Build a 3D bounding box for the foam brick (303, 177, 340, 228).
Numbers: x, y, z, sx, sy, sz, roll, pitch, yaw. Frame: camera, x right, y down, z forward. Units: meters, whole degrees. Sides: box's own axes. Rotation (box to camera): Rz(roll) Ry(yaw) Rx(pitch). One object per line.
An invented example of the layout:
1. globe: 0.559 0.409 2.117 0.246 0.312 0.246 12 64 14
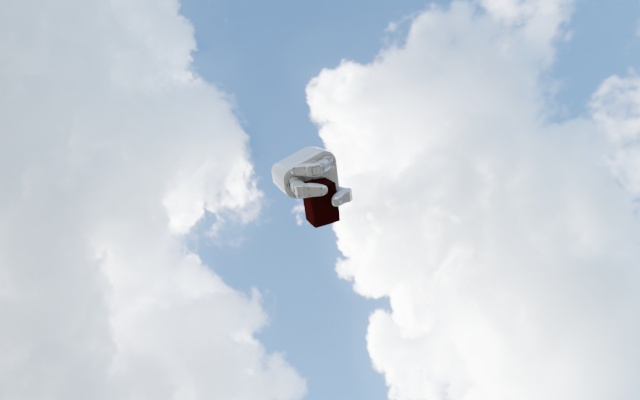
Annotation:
1. foam brick: 0.000 0.003 0.891 0.053 0.078 0.051 -13 17 -19
